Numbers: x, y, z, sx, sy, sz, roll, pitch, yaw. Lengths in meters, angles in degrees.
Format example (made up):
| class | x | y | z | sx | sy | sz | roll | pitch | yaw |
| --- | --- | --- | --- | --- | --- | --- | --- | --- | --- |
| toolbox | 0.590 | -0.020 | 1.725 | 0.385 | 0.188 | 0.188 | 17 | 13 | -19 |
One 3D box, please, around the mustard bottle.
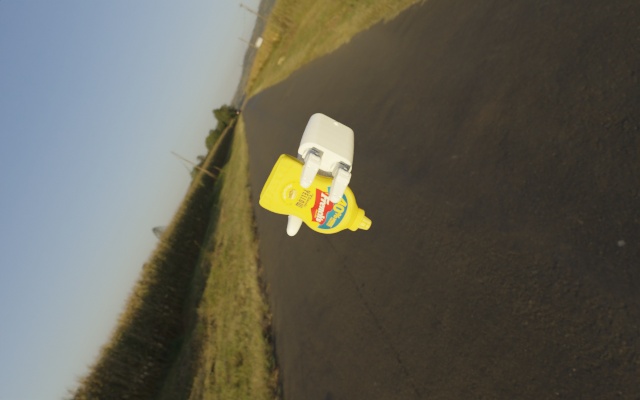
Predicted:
| class | x | y | z | sx | sy | sz | roll | pitch | yaw |
| --- | --- | --- | --- | --- | --- | --- | --- | --- | --- |
| mustard bottle | 0.000 | 0.003 | 0.815 | 0.191 | 0.096 | 0.058 | 25 | 16 | -13 |
